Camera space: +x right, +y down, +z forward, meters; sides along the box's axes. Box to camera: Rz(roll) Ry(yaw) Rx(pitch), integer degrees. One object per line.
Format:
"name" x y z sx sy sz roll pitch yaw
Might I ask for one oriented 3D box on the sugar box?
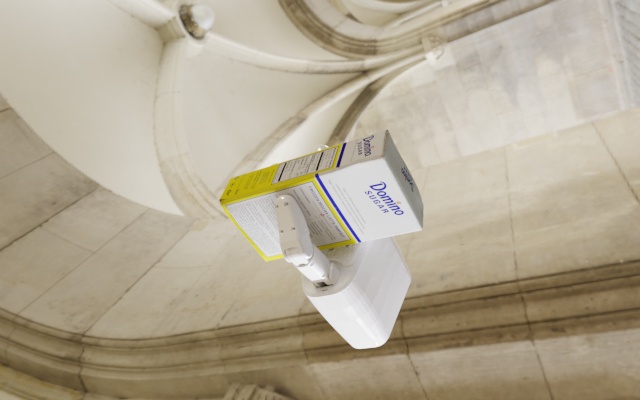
"sugar box" 0.000 0.001 0.458 0.176 0.093 0.048 -15 37 25
